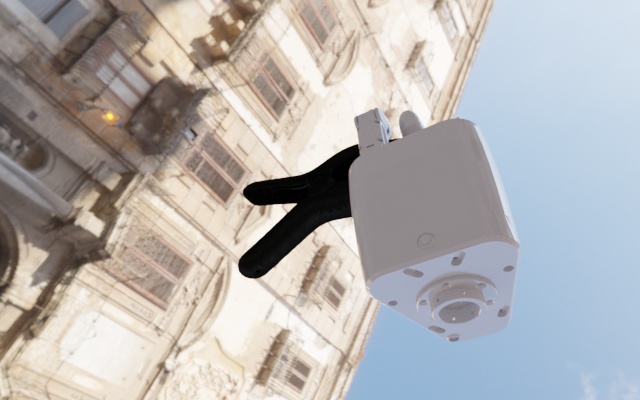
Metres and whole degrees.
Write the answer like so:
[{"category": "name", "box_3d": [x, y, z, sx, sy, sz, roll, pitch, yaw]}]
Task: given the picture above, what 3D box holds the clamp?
[{"category": "clamp", "box_3d": [0.000, 0.002, 0.404, 0.171, 0.120, 0.039, -22, -49, 20]}]
